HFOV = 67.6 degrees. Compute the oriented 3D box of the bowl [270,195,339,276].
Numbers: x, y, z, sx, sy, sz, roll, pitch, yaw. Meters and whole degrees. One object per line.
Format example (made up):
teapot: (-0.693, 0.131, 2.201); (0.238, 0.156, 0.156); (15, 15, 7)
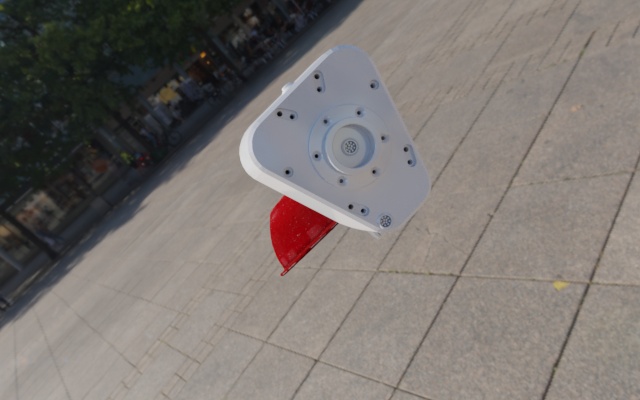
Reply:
bowl: (-0.001, 0.002, 0.490); (0.162, 0.055, 0.162); (-45, -3, -2)
